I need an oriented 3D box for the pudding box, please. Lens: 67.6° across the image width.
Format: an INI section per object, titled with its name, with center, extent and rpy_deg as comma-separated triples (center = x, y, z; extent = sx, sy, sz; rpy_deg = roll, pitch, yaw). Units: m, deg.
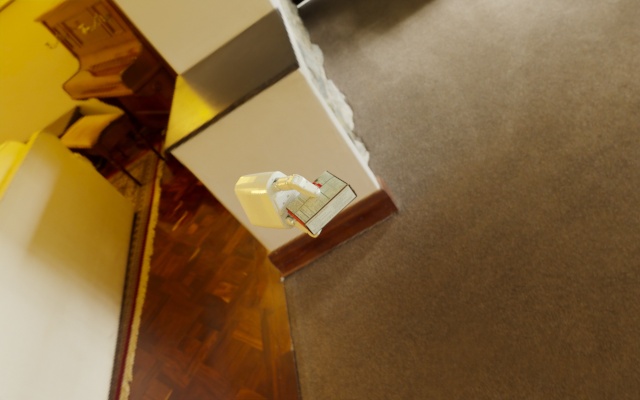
[pudding box]
center = 0.000, 0.003, 0.895
extent = 0.039, 0.113, 0.090
rpy_deg = 51, -7, -34
